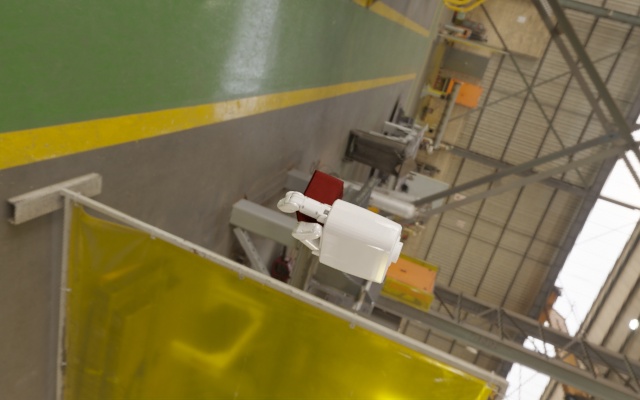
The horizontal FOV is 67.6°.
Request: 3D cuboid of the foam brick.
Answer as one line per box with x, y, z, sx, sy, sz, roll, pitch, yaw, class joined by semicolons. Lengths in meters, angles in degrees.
0.000;0.002;0.763;0.051;0.078;0.053;20;-24;12;foam brick
